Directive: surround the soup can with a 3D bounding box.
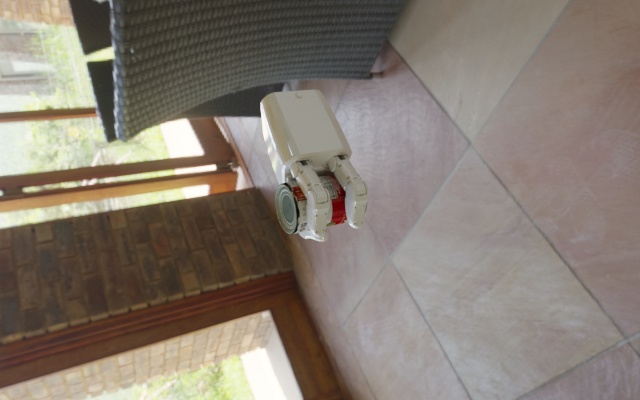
[{"bbox_3d":[0.000,0.003,0.625,0.102,0.068,0.068,-11,5,-27],"label":"soup can"}]
